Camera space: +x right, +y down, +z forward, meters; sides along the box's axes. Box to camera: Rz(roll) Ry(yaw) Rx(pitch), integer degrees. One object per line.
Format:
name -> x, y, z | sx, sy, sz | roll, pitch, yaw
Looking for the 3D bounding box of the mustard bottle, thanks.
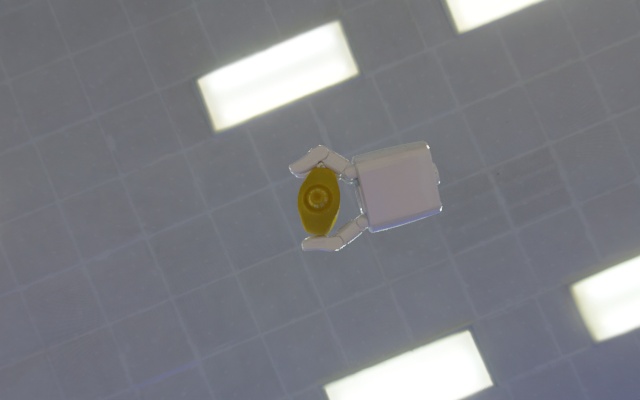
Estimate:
mustard bottle -> 0.000, 0.002, 0.692 | 0.058, 0.096, 0.191 | 9, -3, 2
